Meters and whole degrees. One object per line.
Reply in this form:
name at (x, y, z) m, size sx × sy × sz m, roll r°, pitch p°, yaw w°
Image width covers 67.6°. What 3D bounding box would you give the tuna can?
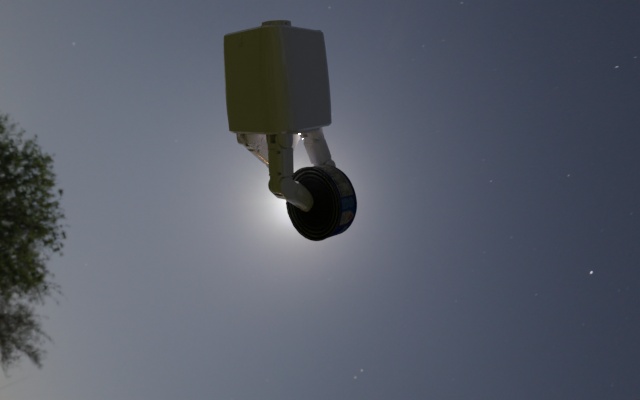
tuna can at (0.000, 0.002, 0.553) m, size 0.086 × 0.086 × 0.034 m, roll 0°, pitch 9°, yaw 44°
